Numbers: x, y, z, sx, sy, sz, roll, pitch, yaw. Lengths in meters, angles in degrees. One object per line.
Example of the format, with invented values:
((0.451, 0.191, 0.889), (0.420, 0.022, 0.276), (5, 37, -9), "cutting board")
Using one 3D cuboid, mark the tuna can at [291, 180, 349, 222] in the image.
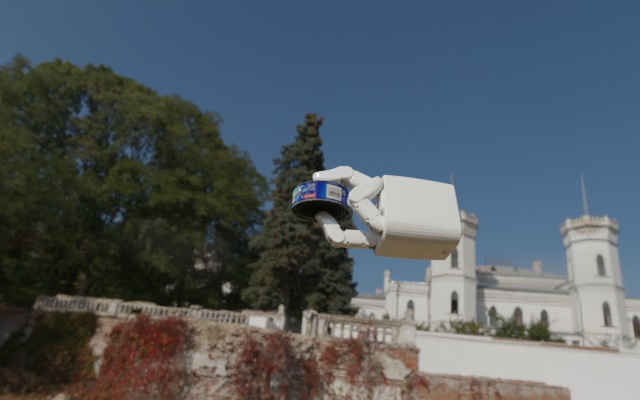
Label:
((0.000, 0.002, 0.718), (0.086, 0.033, 0.086), (2, -24, 1), "tuna can")
